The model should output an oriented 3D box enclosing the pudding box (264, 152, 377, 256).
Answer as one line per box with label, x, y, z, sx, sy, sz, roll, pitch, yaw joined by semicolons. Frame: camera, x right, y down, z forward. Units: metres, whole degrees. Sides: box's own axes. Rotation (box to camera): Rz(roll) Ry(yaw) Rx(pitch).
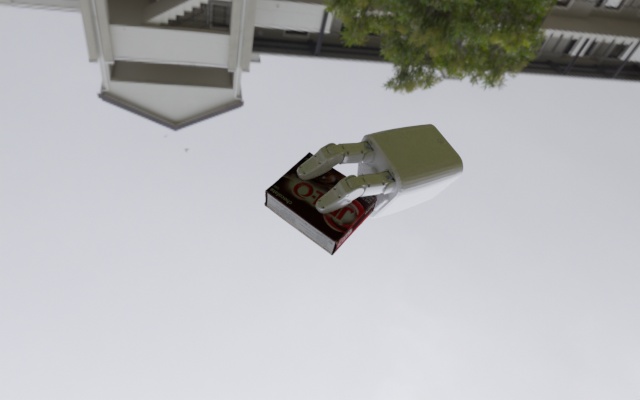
pudding box;0.000;0.002;0.600;0.113;0.039;0.090;34;54;17
